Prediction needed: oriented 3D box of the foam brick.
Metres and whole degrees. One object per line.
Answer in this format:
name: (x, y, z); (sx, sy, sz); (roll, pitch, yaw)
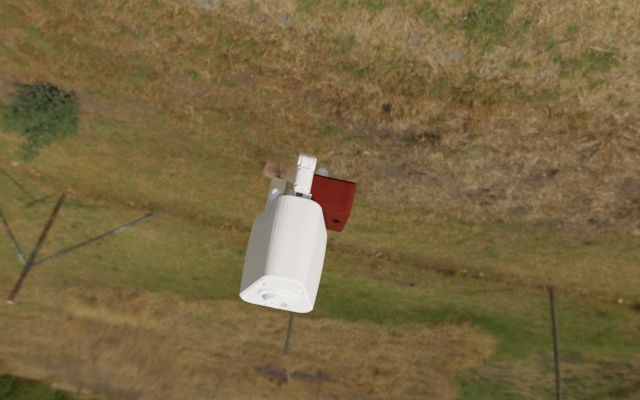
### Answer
foam brick: (0.000, 0.002, 0.625); (0.078, 0.051, 0.053); (12, -31, -5)
